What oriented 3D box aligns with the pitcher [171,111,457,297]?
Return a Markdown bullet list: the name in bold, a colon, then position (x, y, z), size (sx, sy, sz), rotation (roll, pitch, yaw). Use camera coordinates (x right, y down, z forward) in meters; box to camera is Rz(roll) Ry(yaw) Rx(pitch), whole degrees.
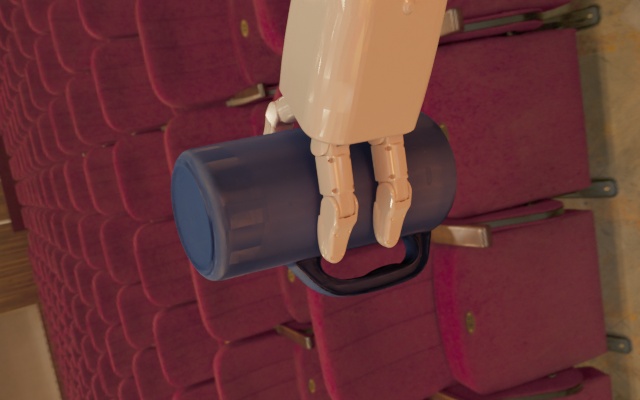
- **pitcher**: position (0.000, 0.001, 0.439), size (0.243, 0.145, 0.149), rotation (-13, 43, -32)
